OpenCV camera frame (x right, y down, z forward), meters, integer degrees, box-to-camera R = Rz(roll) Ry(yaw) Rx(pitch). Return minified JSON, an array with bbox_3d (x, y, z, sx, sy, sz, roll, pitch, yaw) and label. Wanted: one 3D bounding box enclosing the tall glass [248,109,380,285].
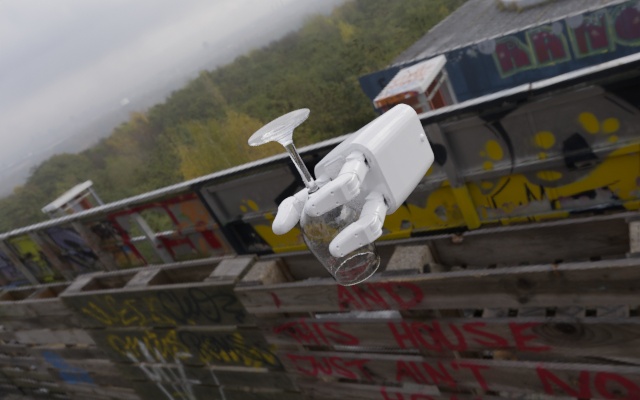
[{"bbox_3d":[0.000,0.001,0.542,0.079,0.201,0.079,-24,23,11],"label":"tall glass"}]
